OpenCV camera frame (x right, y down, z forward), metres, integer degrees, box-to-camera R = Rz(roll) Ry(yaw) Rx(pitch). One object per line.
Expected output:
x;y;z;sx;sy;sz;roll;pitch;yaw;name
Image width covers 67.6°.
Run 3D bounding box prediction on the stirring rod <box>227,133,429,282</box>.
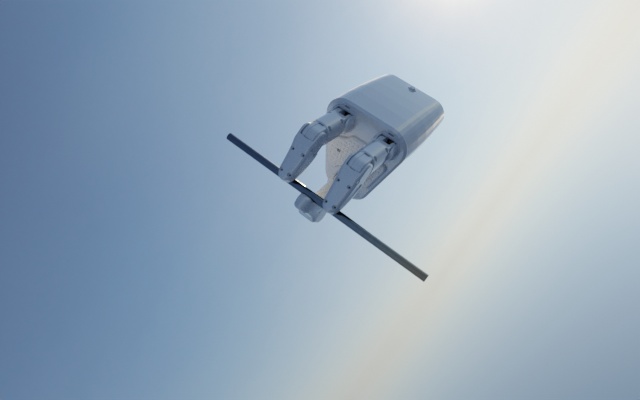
0.000;0.002;0.455;0.239;0.011;0.011;36;11;16;stirring rod
